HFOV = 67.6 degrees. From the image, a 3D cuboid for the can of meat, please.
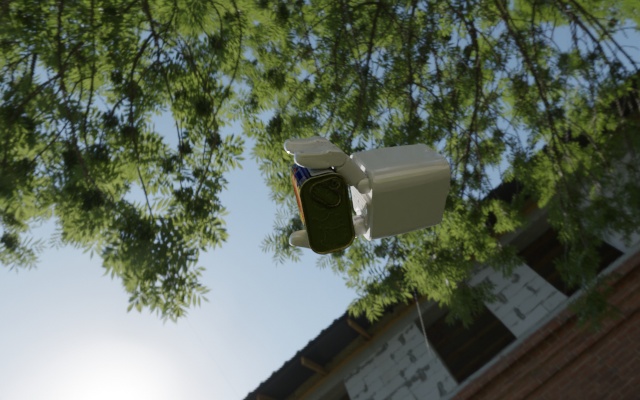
[{"bbox_3d":[0.000,0.002,0.595,0.057,0.102,0.084,-14,25,-8],"label":"can of meat"}]
